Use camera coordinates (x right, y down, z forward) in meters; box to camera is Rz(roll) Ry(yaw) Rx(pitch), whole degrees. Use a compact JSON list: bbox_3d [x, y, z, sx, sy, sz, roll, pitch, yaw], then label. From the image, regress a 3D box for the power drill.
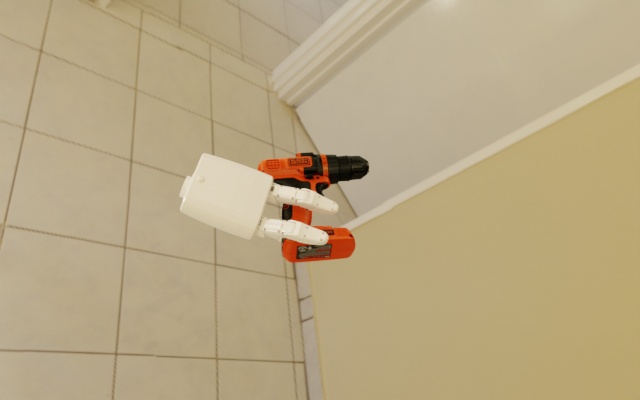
[{"bbox_3d":[0.000,0.003,0.740,0.184,0.187,0.057,-5,-41,-7],"label":"power drill"}]
